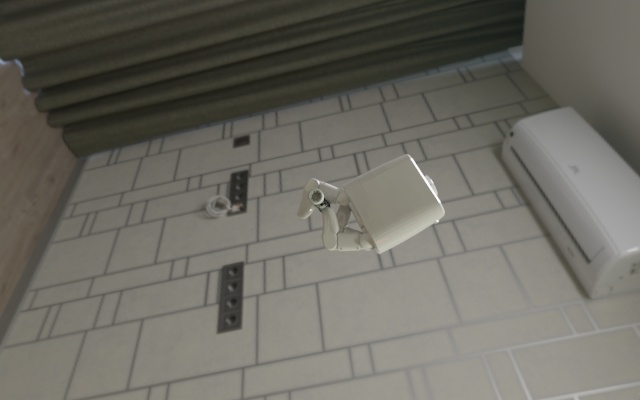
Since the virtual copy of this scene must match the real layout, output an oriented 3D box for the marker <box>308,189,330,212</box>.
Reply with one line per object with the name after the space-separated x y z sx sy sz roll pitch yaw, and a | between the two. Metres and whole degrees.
0.000 0.002 0.653 0.020 0.020 0.121 0 -8 6 | marker
